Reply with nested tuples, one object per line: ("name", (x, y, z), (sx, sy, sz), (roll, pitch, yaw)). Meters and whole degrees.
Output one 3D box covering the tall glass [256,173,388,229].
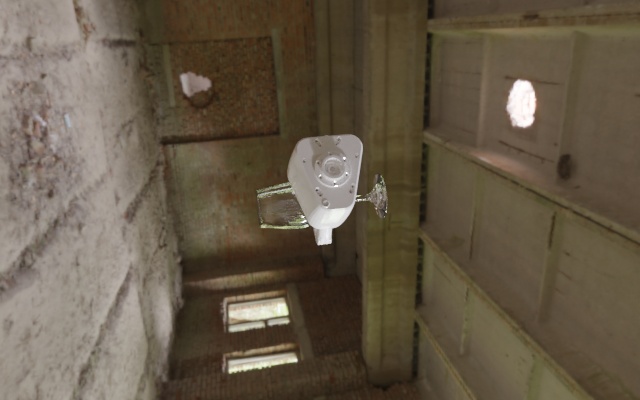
("tall glass", (0.001, 0.003, 0.763), (0.201, 0.079, 0.079), (-6, 1, -9))
